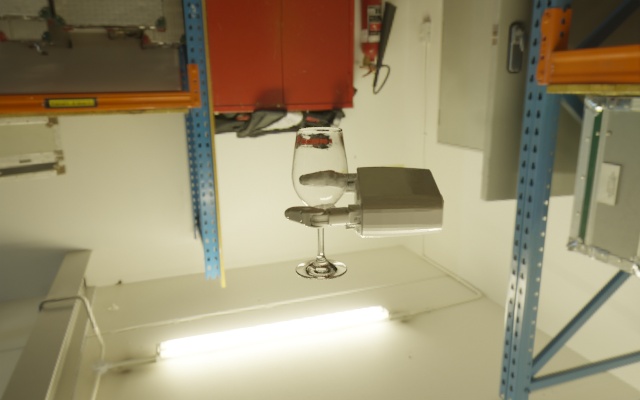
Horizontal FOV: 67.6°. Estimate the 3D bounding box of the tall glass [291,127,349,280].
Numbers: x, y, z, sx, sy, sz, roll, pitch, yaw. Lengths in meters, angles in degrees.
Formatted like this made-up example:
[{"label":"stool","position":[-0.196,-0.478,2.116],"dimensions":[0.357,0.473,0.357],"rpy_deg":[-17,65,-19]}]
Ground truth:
[{"label":"tall glass","position":[0.000,0.003,0.657],"dimensions":[0.079,0.201,0.079],"rpy_deg":[-1,14,0]}]
